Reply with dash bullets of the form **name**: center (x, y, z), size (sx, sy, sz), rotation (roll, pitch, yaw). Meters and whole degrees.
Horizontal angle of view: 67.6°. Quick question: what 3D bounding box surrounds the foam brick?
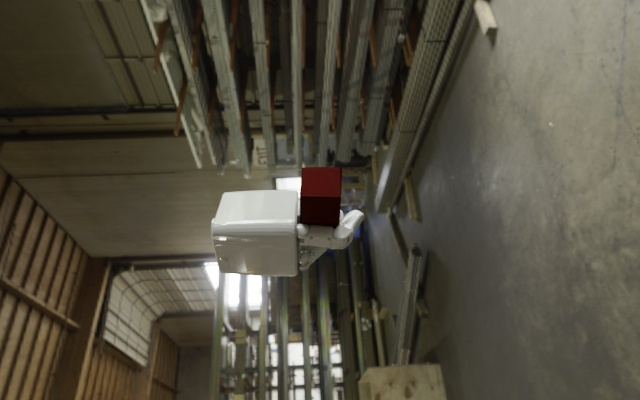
- **foam brick**: center (0.000, 0.002, 0.611), size (0.051, 0.053, 0.078), rotation (3, -43, 1)
